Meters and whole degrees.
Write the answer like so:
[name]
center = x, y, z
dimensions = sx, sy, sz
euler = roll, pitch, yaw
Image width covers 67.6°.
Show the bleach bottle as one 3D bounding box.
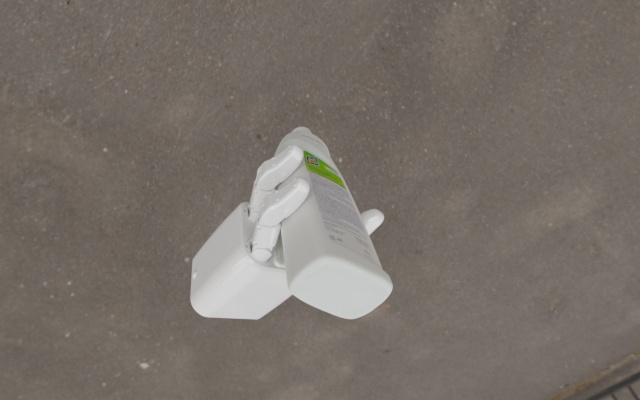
[bleach bottle]
center = 0.000, 0.002, 0.529
dimensions = 0.102, 0.250, 0.068
euler = 30, -61, -31
